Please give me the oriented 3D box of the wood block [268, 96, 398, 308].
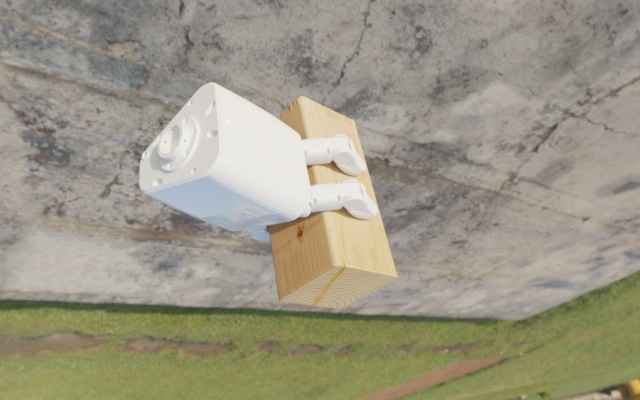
[{"bbox_3d":[0.000,0.002,0.525,0.090,0.206,0.091,17,-41,-39],"label":"wood block"}]
